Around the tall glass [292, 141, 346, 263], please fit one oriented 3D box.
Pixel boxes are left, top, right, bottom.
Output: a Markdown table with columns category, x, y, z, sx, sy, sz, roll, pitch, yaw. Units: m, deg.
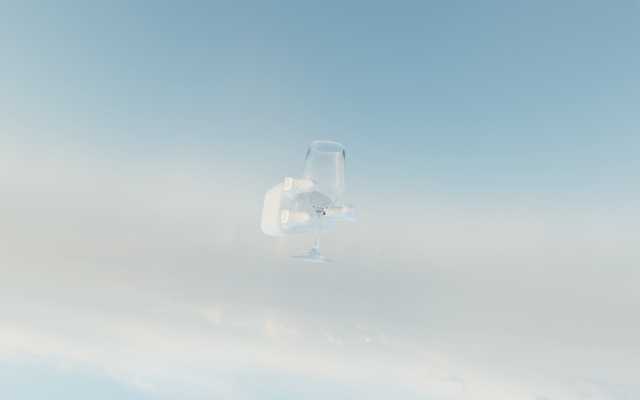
| category | x | y | z | sx | sy | sz | roll | pitch | yaw |
| --- | --- | --- | --- | --- | --- | --- | --- | --- | --- |
| tall glass | 0.000 | 0.003 | 0.814 | 0.079 | 0.201 | 0.079 | 7 | -10 | 1 |
